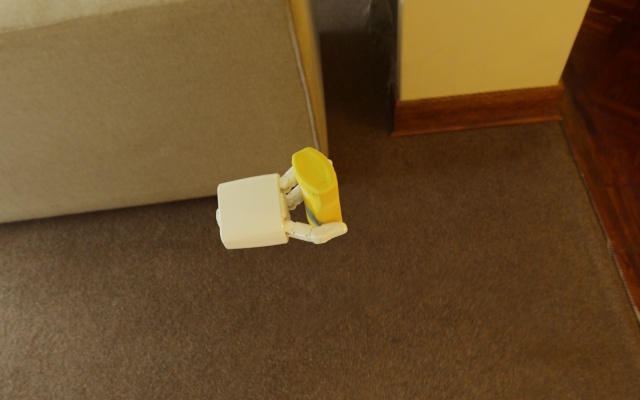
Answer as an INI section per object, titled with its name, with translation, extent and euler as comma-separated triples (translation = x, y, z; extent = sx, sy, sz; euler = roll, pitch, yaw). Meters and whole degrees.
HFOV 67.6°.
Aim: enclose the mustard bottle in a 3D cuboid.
[mustard bottle]
translation = 0.000, 0.002, 0.813
extent = 0.058, 0.096, 0.192
euler = -29, -32, -11
